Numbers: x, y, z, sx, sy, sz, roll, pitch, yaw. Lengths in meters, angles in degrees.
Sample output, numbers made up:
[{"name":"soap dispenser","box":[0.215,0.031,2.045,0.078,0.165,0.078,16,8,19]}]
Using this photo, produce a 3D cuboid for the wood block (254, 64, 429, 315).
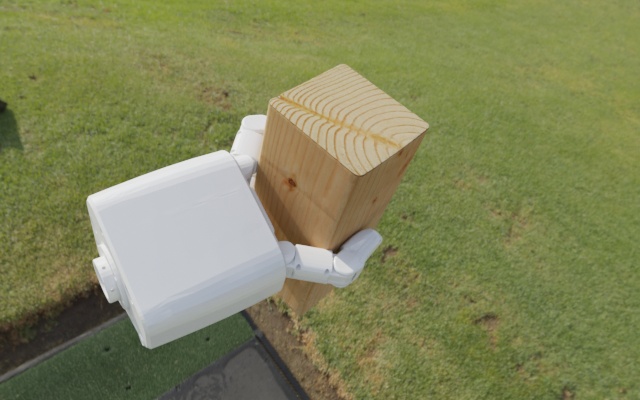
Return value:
[{"name":"wood block","box":[0.000,0.002,0.423,0.090,0.091,0.206,-36,-22,-36]}]
